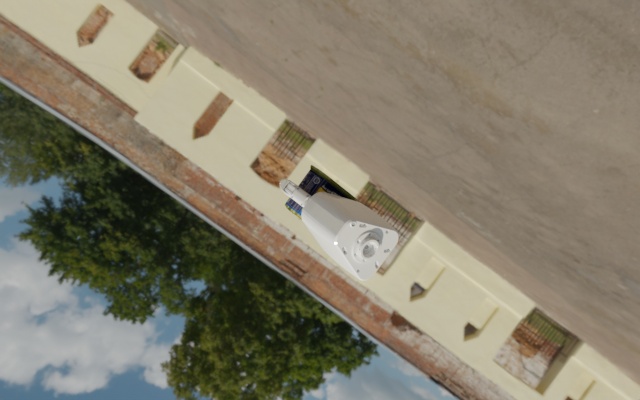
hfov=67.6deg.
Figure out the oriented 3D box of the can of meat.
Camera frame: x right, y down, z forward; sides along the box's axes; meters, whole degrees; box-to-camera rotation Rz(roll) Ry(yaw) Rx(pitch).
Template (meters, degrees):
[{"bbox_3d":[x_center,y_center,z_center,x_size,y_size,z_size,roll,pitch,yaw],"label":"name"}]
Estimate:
[{"bbox_3d":[0.000,0.003,0.815,0.102,0.084,0.057,36,0,-38],"label":"can of meat"}]
